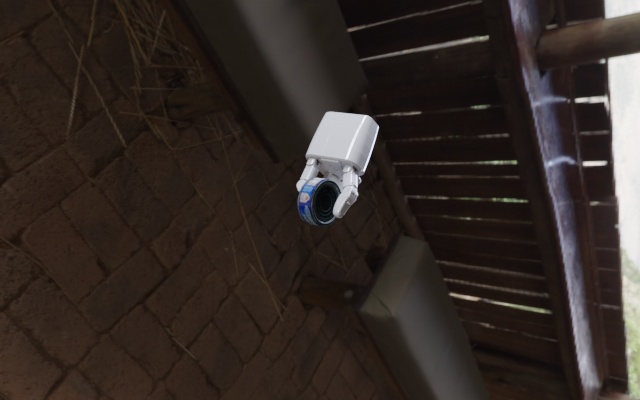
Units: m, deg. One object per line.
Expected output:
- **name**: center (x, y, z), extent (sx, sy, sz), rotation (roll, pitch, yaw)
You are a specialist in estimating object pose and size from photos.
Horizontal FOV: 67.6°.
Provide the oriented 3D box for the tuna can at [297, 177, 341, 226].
- **tuna can**: center (0.001, 0.003, 0.850), extent (0.034, 0.086, 0.086), rotation (8, 5, 41)
